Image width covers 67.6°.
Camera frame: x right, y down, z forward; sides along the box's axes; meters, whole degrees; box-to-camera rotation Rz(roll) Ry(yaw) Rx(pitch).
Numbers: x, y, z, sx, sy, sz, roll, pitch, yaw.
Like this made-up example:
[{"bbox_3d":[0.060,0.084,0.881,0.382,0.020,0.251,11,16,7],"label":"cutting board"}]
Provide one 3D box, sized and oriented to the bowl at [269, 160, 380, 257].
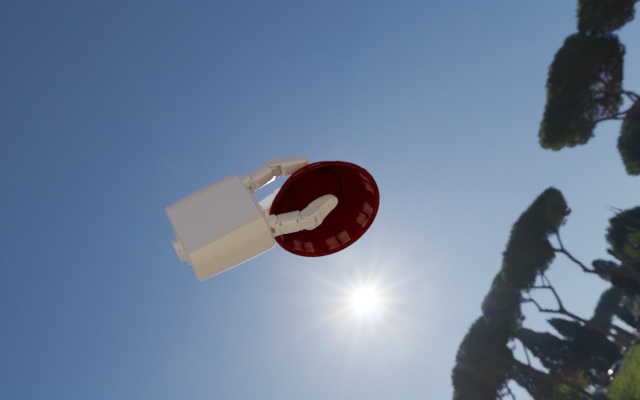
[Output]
[{"bbox_3d":[0.001,0.002,0.679,0.162,0.162,0.055,0,34,-21],"label":"bowl"}]
